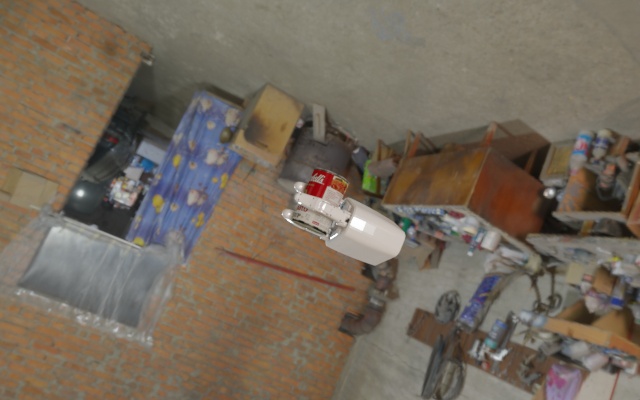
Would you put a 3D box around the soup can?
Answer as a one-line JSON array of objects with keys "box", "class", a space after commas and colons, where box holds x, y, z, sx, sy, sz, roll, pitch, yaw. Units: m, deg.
[{"box": [0.000, 0.003, 0.839, 0.068, 0.102, 0.068, 23, -9, 4], "class": "soup can"}]
